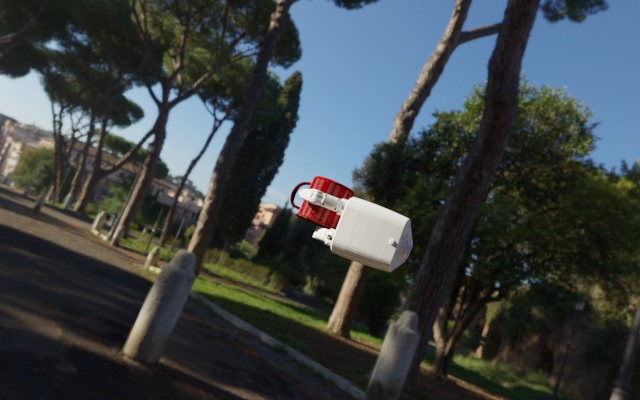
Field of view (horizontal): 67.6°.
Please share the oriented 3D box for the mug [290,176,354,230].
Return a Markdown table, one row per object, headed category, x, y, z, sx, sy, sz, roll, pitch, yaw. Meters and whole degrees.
| category | x | y | z | sx | sy | sz | roll | pitch | yaw |
| --- | --- | --- | --- | --- | --- | --- | --- | --- | --- |
| mug | -0.001 | 0.002 | 0.876 | 0.117 | 0.081 | 0.093 | 21 | -6 | 19 |
